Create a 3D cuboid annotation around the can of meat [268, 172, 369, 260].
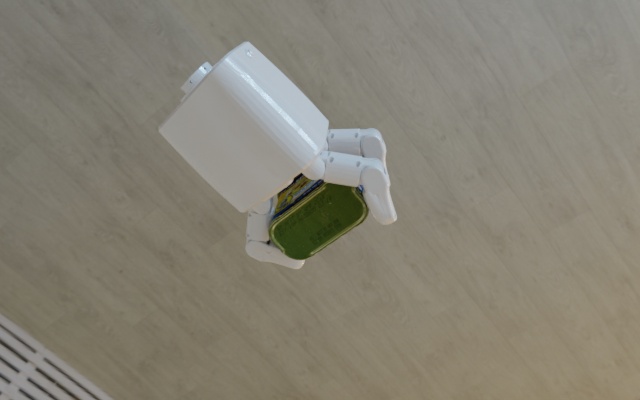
[{"bbox_3d":[0.000,0.002,0.466,0.102,0.057,0.084,-37,18,19],"label":"can of meat"}]
